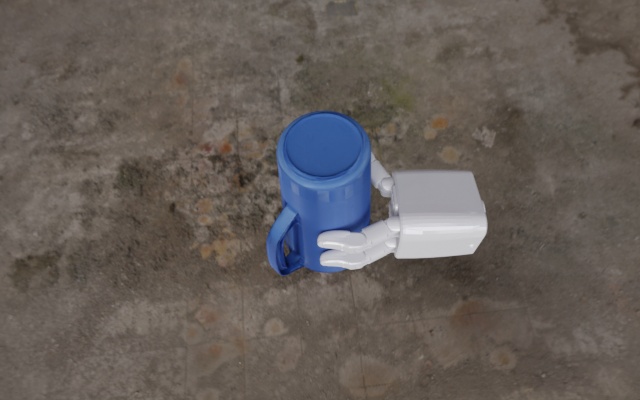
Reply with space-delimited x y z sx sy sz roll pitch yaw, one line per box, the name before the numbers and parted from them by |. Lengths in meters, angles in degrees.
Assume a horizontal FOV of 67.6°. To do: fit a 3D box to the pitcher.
pitcher | 0.000 0.002 0.634 0.145 0.149 0.243 0 -28 3
